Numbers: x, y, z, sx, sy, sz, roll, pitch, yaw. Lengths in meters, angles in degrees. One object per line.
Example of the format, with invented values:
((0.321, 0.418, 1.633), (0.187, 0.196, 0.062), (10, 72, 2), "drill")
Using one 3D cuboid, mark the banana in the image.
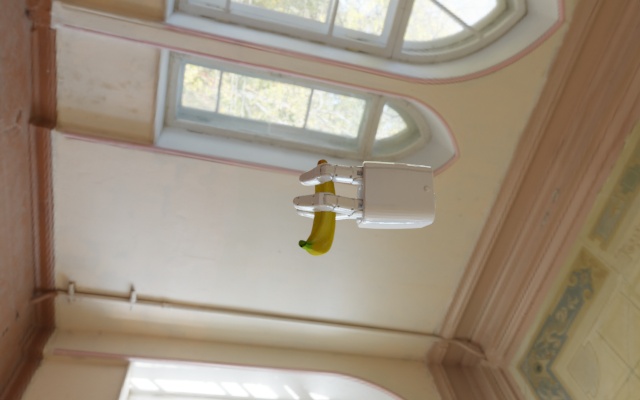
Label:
((0.003, 0.019, 0.743), (0.037, 0.070, 0.197), (-4, 41, 12), "banana")
